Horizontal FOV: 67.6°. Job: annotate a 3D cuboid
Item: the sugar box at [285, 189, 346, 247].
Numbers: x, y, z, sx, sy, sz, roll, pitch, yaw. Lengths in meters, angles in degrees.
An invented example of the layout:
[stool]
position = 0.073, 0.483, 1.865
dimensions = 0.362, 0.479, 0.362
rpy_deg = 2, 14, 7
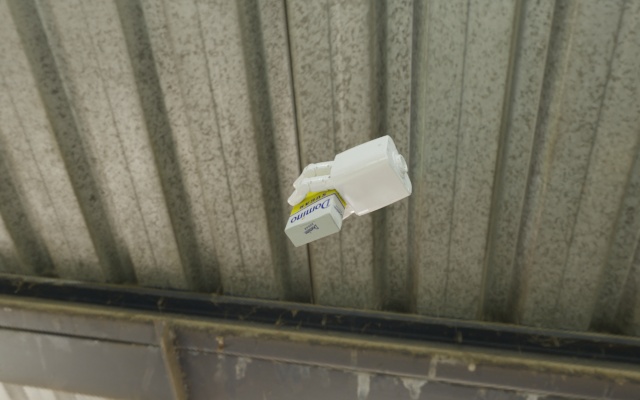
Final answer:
[sugar box]
position = 0.000, 0.002, 0.869
dimensions = 0.093, 0.048, 0.176
rpy_deg = -22, 24, 24
